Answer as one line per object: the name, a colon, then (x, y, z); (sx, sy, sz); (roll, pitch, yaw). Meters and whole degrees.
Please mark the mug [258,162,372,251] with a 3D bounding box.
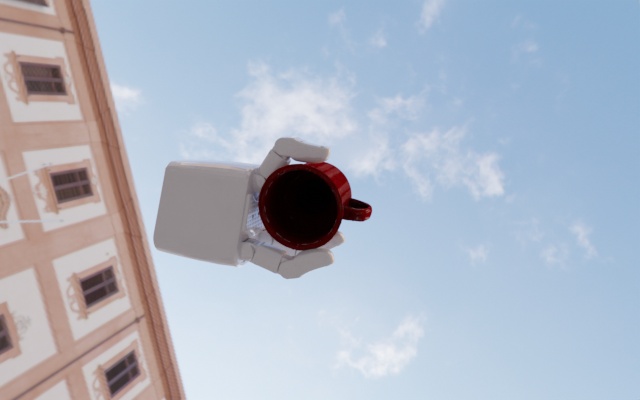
mug: (0.002, 0.002, 0.532); (0.117, 0.093, 0.081); (8, 14, 14)
